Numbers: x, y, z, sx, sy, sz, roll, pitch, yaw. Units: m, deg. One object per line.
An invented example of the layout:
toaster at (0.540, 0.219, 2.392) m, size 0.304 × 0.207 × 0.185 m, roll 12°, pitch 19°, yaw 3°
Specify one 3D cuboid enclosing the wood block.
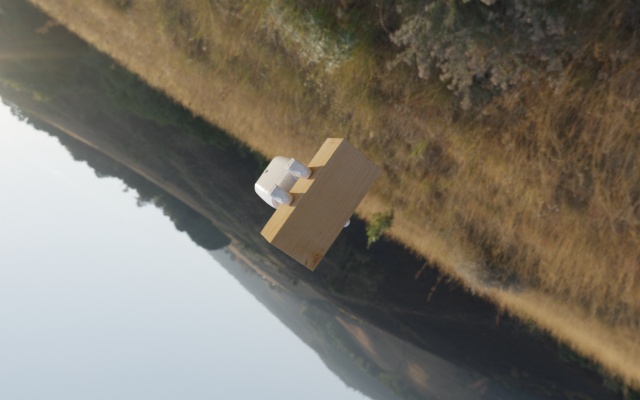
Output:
wood block at (0.000, 0.003, 0.816) m, size 0.091 × 0.206 × 0.090 m, roll 36°, pitch -4°, yaw -20°
